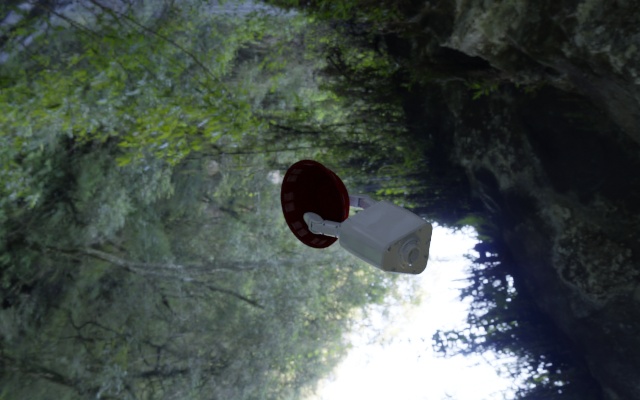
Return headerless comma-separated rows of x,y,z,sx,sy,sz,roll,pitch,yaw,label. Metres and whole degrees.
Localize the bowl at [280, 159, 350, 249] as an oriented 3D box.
0.000,0.002,0.866,0.162,0.162,0.055,0,11,44,bowl
